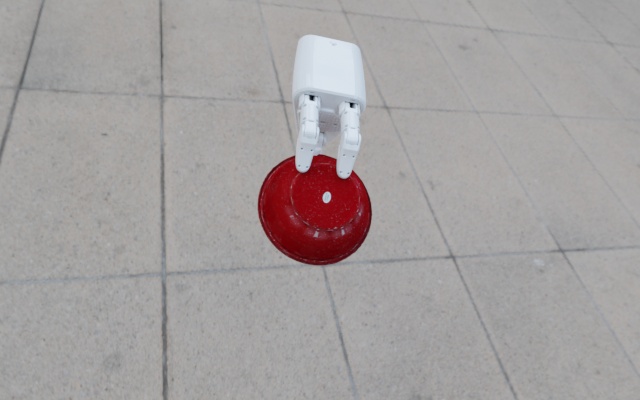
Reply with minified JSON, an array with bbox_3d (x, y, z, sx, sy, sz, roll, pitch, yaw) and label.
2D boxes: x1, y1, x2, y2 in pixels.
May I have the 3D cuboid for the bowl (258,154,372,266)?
[{"bbox_3d":[0.000,0.003,0.632,0.162,0.162,0.055,0,-17,-14],"label":"bowl"}]
